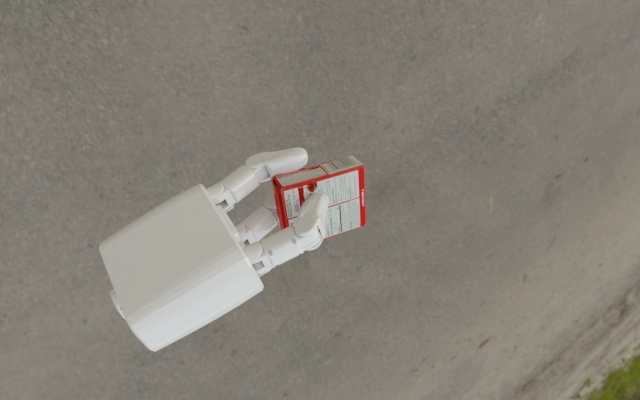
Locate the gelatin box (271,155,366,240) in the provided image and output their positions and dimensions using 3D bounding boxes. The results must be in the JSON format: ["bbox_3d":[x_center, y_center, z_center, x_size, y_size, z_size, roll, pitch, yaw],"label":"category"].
[{"bbox_3d":[0.001,0.002,0.474,0.089,0.073,0.030,-17,35,-16],"label":"gelatin box"}]
